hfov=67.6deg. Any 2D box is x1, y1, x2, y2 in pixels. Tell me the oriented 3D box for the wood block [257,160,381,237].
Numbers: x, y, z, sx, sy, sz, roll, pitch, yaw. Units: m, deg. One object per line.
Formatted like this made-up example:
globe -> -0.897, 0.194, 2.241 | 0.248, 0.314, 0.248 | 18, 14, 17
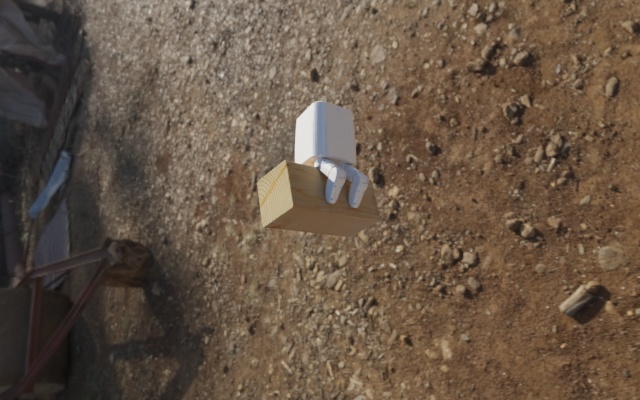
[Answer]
wood block -> 0.000, 0.003, 0.865 | 0.206, 0.090, 0.091 | 10, -30, -40
